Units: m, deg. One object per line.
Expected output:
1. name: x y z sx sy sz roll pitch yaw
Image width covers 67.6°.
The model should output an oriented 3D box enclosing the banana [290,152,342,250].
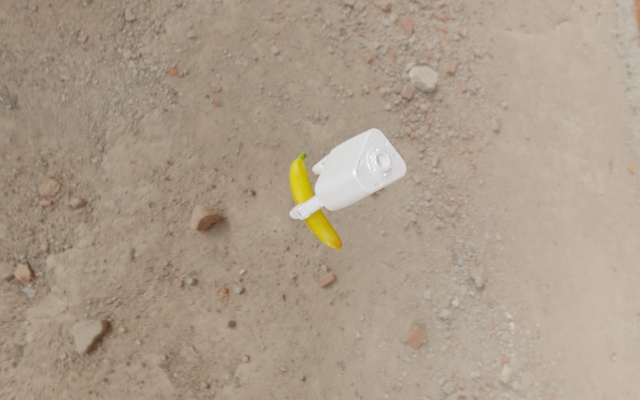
1. banana: -0.015 0.004 0.881 0.069 0.198 0.037 -16 -6 -41
